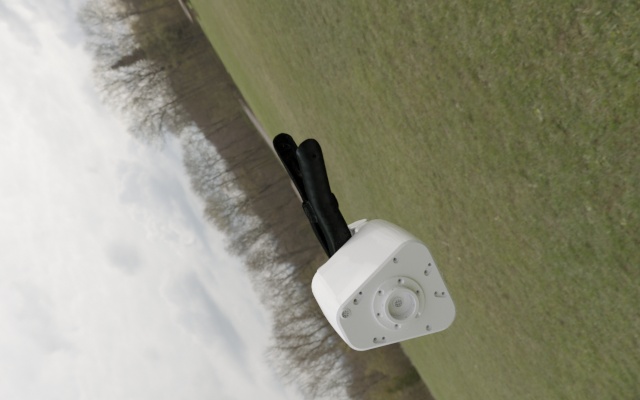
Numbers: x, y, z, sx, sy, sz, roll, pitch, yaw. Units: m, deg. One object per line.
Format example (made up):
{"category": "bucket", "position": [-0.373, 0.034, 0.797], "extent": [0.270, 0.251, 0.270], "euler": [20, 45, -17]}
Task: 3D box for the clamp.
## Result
{"category": "clamp", "position": [0.000, 0.002, 0.522], "extent": [0.039, 0.171, 0.120], "euler": [-28, 10, -6]}
